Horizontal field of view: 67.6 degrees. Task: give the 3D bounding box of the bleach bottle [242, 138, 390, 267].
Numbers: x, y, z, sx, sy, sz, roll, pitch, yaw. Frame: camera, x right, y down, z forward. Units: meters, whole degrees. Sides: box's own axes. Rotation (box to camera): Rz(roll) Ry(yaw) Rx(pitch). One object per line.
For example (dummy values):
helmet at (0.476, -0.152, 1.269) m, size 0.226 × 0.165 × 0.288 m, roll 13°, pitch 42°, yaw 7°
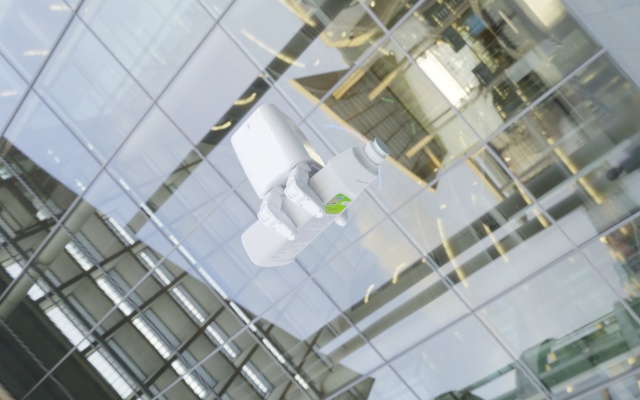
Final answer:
bleach bottle at (0.000, 0.002, 0.684) m, size 0.251 × 0.068 × 0.102 m, roll -40°, pitch -21°, yaw 26°
